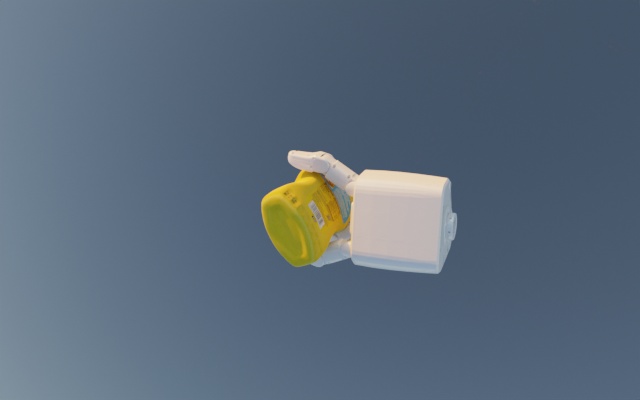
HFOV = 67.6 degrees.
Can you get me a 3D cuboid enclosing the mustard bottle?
[{"bbox_3d":[0.000,0.002,0.630,0.058,0.096,0.191,-22,11,32],"label":"mustard bottle"}]
